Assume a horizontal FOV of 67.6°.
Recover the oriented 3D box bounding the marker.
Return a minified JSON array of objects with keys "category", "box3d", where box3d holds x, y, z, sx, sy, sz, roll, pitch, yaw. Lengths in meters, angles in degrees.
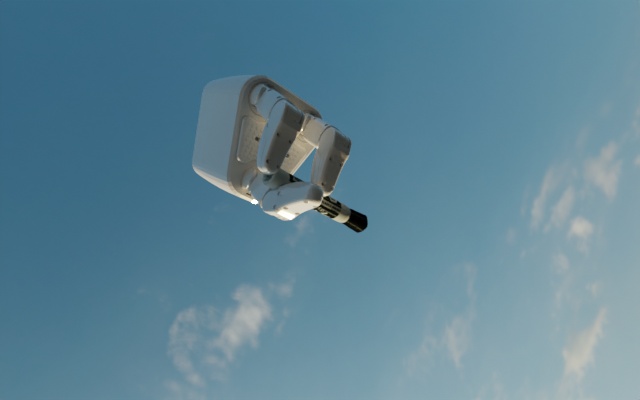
[{"category":"marker","box3d":[0.000,0.001,0.428,0.121,0.020,0.020,28,-18,-37]}]
